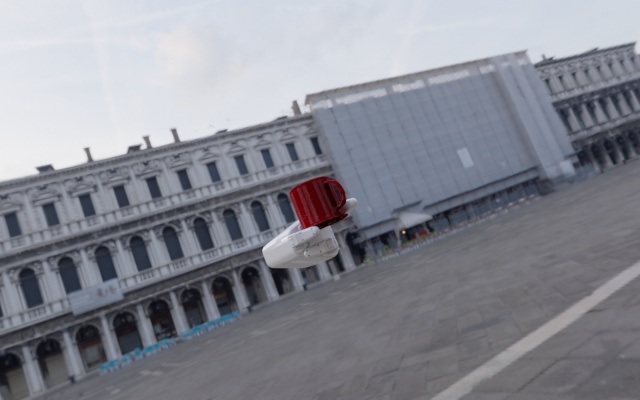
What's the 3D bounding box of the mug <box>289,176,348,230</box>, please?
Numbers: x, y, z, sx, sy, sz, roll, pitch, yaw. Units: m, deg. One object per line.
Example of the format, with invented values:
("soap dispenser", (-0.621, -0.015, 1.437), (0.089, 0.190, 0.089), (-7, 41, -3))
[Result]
("mug", (0.001, 0.002, 0.868), (0.093, 0.081, 0.117), (-13, -13, -44))
